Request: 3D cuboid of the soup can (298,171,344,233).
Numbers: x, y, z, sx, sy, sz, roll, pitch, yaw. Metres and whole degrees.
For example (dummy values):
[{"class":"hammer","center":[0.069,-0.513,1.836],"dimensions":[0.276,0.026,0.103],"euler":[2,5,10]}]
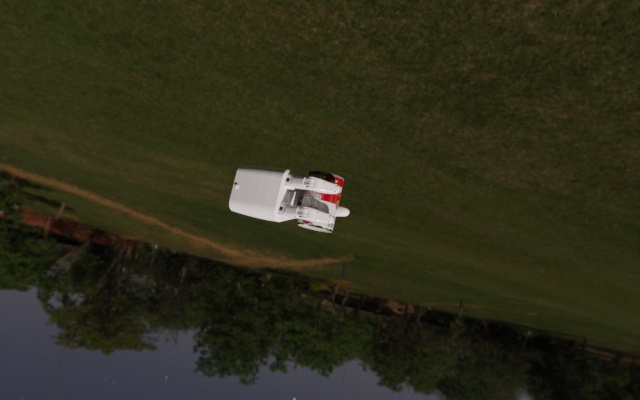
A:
[{"class":"soup can","center":[0.001,0.003,0.888],"dimensions":[0.068,0.102,0.068],"euler":[13,-8,2]}]
